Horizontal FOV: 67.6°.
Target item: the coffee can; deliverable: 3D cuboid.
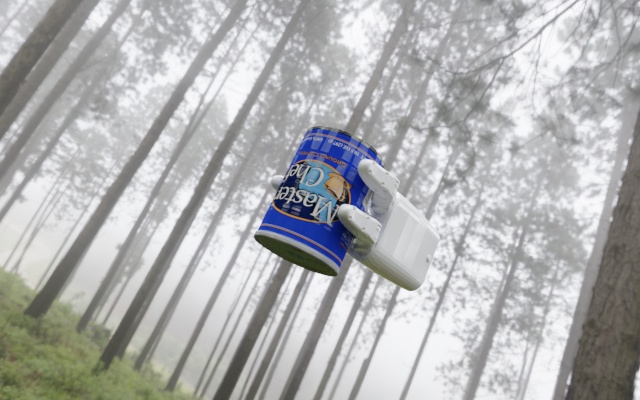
[{"bbox_3d":[0.000,0.002,0.547,0.103,0.140,0.103,23,-17,7],"label":"coffee can"}]
